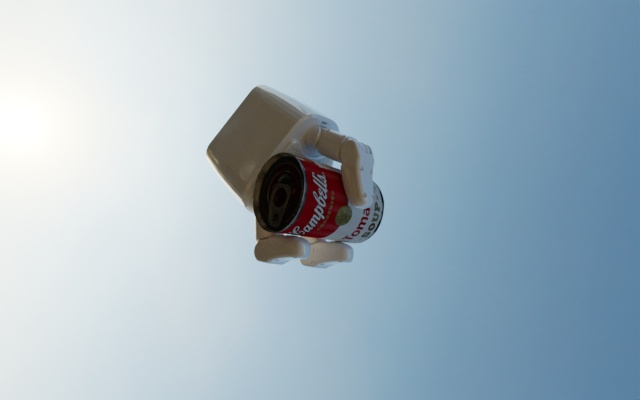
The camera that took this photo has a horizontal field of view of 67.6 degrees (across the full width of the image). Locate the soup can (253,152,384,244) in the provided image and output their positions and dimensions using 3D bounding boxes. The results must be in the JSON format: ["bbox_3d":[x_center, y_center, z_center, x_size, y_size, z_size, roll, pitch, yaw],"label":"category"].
[{"bbox_3d":[0.001,0.002,0.429,0.102,0.068,0.068,13,-9,-43],"label":"soup can"}]
